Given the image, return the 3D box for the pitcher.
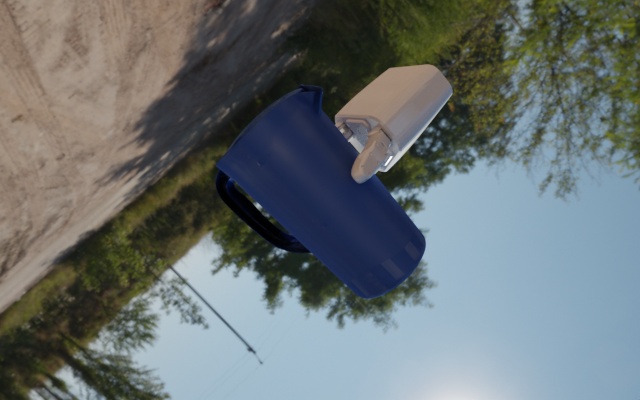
[{"bbox_3d":[0.000,0.002,0.559,0.145,0.243,0.149,-46,11,-16],"label":"pitcher"}]
